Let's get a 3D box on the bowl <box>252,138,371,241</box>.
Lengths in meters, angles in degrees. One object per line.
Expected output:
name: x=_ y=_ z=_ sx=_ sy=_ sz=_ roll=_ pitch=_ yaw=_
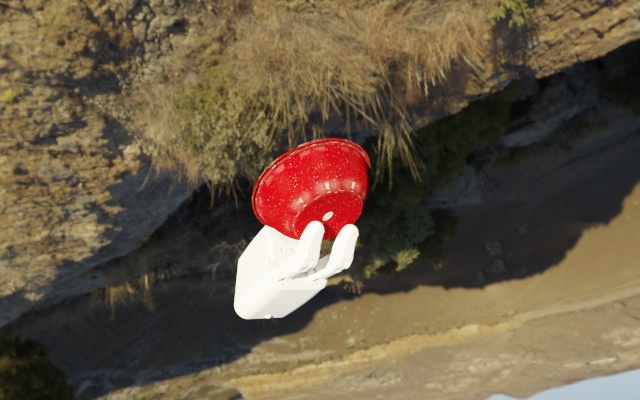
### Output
bowl: x=0.001 y=0.001 z=0.592 sx=0.162 sy=0.055 sz=0.162 roll=-17 pitch=-39 yaw=-14
